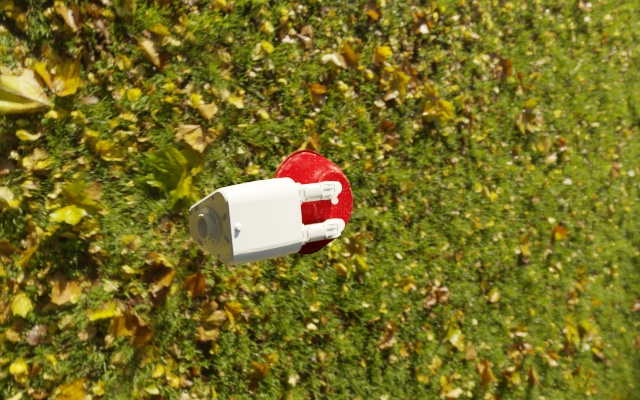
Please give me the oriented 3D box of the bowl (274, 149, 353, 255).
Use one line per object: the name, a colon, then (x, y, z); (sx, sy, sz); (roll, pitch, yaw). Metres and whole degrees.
bowl: (0.001, 0.002, 0.720); (0.055, 0.162, 0.162); (0, 0, 40)
